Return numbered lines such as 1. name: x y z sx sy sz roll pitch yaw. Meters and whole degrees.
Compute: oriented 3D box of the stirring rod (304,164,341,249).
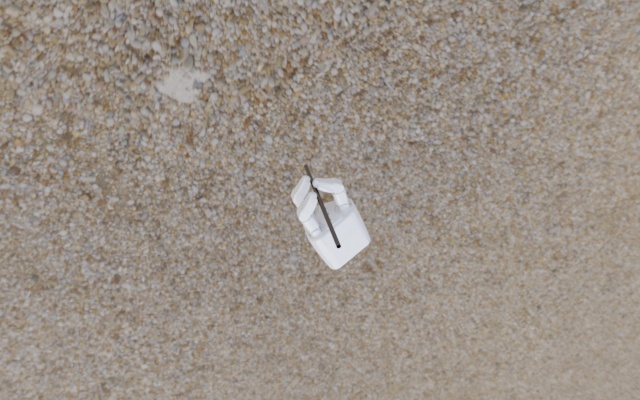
1. stirring rod: 0.000 0.003 0.858 0.011 0.011 0.239 0 36 -18
